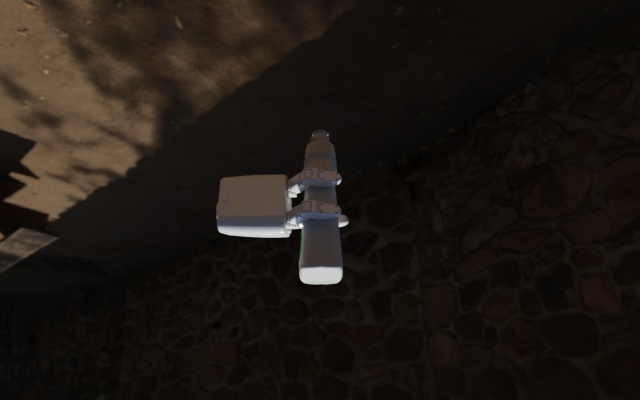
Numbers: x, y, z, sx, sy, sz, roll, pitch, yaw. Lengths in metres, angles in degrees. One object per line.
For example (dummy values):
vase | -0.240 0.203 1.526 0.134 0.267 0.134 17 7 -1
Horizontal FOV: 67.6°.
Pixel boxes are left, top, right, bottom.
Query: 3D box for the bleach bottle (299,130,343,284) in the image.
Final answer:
bleach bottle | 0.000 0.003 0.783 0.068 0.250 0.103 0 -25 0
